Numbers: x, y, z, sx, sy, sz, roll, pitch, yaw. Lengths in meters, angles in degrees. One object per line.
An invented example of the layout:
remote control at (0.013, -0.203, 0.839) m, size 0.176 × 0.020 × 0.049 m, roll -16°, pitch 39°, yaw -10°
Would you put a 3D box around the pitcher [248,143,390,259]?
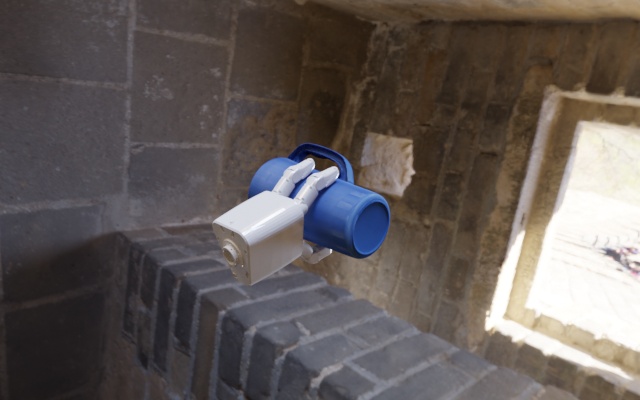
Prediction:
pitcher at (0.000, 0.003, 0.824) m, size 0.145 × 0.149 × 0.242 m, roll -30°, pitch 34°, yaw -35°
